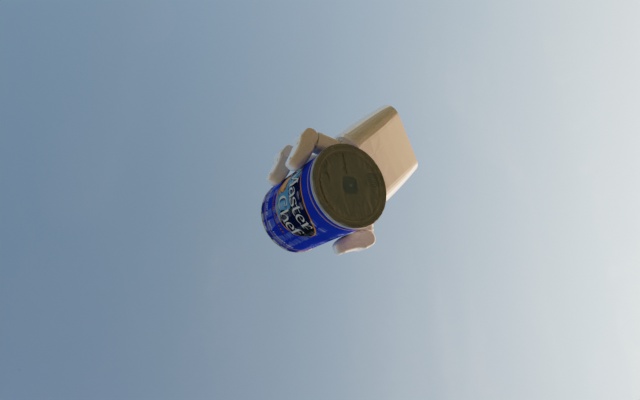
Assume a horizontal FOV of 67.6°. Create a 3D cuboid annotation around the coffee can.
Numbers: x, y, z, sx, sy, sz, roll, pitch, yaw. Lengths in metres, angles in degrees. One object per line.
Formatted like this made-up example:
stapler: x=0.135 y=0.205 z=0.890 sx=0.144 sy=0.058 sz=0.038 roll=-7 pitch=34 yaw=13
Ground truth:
coffee can: x=0.000 y=0.002 z=0.601 sx=0.103 sy=0.102 sz=0.140 roll=0 pitch=-17 yaw=-32
